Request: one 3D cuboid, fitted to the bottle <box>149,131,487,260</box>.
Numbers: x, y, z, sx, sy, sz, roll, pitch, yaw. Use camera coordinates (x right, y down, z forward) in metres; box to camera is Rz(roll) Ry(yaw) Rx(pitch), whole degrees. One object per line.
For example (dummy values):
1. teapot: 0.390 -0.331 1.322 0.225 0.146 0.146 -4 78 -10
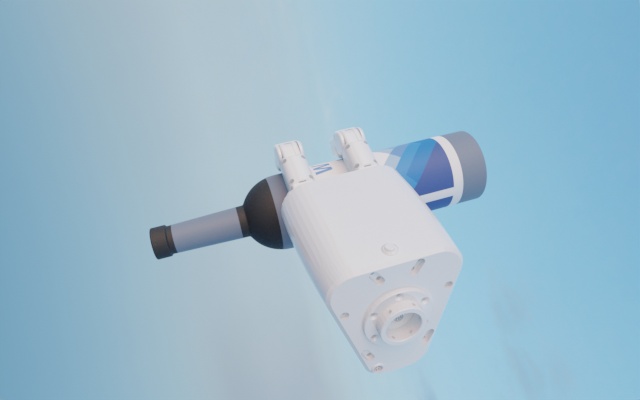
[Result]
1. bottle: 0.000 0.001 0.428 0.295 0.069 0.069 -14 3 -11
